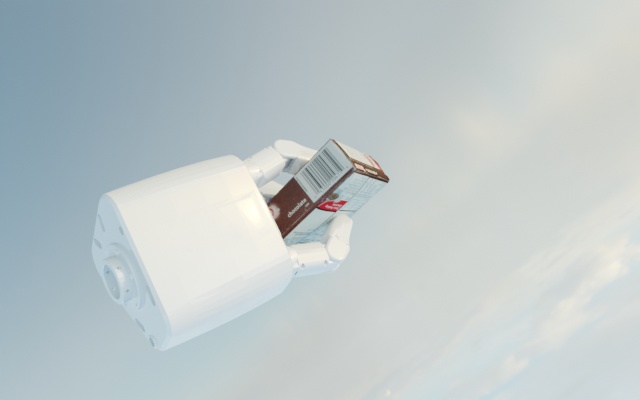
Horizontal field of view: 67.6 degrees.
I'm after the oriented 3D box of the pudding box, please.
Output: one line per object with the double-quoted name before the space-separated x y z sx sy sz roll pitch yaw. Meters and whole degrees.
"pudding box" 0.000 0.002 0.438 0.113 0.039 0.090 -42 -20 17
